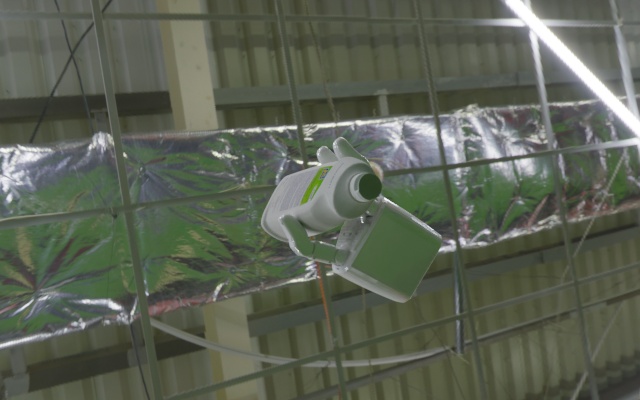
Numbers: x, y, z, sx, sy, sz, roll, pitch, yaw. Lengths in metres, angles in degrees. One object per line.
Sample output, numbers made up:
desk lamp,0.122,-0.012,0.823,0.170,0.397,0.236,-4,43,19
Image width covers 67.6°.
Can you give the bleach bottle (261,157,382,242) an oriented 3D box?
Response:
bleach bottle,0.000,0.002,0.611,0.068,0.102,0.251,29,-14,-18
